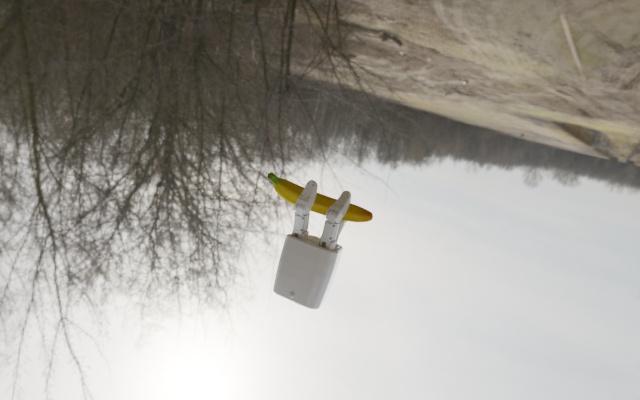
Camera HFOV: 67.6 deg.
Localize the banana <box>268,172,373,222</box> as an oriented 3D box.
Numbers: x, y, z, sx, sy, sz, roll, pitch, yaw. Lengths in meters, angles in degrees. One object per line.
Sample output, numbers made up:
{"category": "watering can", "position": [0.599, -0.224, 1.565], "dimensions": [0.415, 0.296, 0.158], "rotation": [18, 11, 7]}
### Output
{"category": "banana", "position": [-0.003, 0.003, 0.859], "dimensions": [0.198, 0.037, 0.069], "rotation": [20, -5, 2]}
